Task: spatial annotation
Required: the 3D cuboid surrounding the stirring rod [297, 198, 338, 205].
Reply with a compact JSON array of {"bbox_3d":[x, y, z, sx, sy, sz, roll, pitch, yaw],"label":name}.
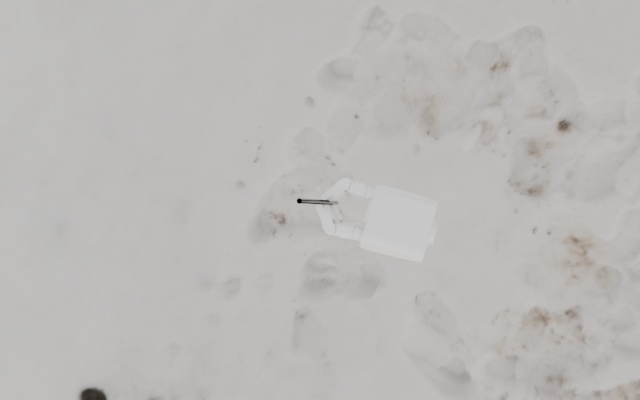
[{"bbox_3d":[0.000,0.003,0.792,0.011,0.011,0.239,0,-1,14],"label":"stirring rod"}]
